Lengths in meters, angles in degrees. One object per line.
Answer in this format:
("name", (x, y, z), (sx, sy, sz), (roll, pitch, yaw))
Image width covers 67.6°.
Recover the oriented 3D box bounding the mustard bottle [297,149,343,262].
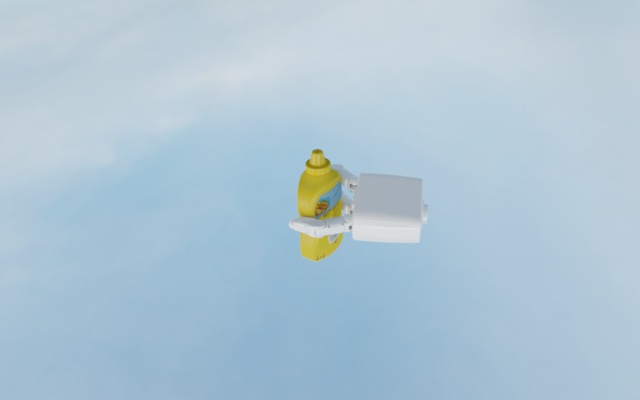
("mustard bottle", (0.000, 0.003, 0.795), (0.058, 0.192, 0.096), (20, 41, 30))
